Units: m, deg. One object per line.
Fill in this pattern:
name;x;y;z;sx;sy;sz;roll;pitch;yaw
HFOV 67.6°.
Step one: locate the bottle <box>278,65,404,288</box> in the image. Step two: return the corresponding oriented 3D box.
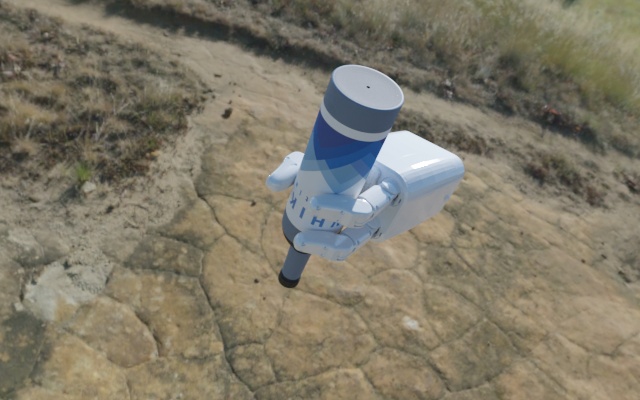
bottle;0.000;0.002;0.509;0.069;0.069;0.296;0;-42;-22
